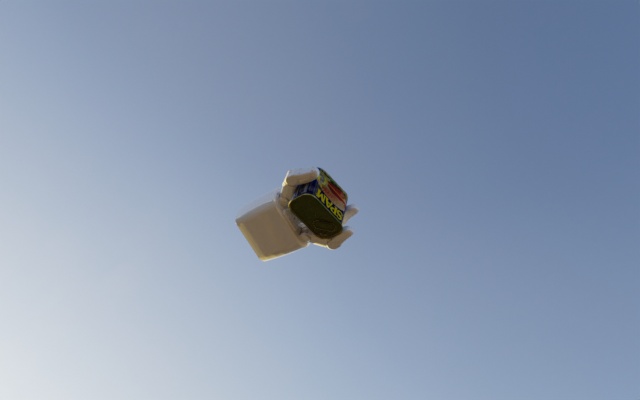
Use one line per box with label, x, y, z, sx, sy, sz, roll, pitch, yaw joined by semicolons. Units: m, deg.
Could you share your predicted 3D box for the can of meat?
can of meat;0.000;0.002;0.834;0.057;0.102;0.084;-27;29;32
